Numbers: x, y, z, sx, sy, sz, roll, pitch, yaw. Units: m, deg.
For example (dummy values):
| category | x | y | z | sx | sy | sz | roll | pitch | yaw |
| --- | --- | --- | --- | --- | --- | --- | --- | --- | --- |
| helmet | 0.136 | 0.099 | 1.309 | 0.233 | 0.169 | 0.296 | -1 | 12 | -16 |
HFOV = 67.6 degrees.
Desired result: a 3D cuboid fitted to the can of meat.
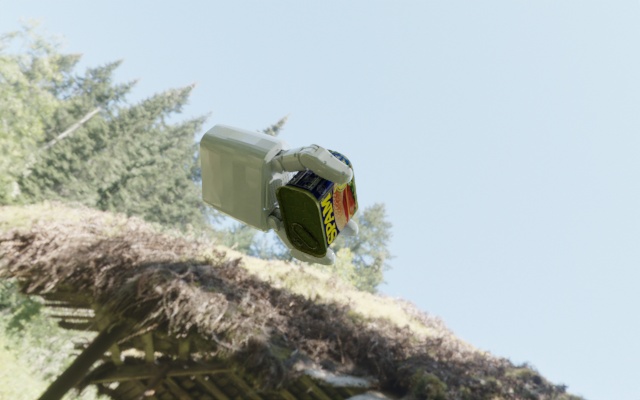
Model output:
| category | x | y | z | sx | sy | sz | roll | pitch | yaw |
| --- | --- | --- | --- | --- | --- | --- | --- | --- | --- |
| can of meat | 0.000 | 0.002 | 0.566 | 0.057 | 0.102 | 0.084 | 17 | 47 | 29 |
